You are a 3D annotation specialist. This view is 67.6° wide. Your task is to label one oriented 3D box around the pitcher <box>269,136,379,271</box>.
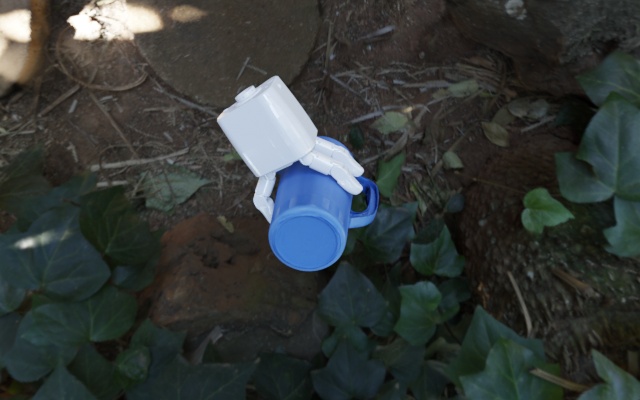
[{"bbox_3d":[0.000,0.002,0.755,0.149,0.145,0.242,-27,23,17],"label":"pitcher"}]
